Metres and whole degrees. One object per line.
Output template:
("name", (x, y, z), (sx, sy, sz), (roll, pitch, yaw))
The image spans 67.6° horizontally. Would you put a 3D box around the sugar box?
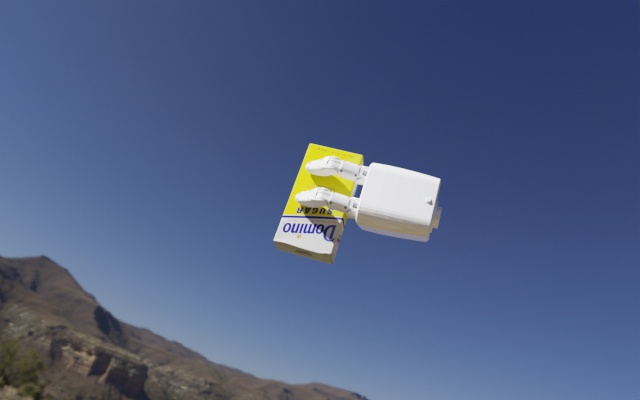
("sugar box", (0.000, 0.002, 0.747), (0.093, 0.176, 0.048), (13, -25, 12))
